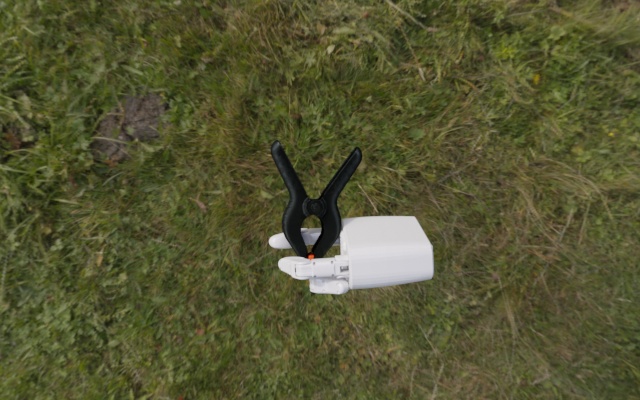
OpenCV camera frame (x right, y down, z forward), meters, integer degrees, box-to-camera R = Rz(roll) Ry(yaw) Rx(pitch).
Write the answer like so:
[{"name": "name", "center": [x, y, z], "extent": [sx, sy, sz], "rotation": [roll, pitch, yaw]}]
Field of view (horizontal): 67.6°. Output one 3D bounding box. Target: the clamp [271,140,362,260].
[{"name": "clamp", "center": [0.000, 0.002, 0.631], "extent": [0.120, 0.171, 0.039], "rotation": [-4, 6, -2]}]
